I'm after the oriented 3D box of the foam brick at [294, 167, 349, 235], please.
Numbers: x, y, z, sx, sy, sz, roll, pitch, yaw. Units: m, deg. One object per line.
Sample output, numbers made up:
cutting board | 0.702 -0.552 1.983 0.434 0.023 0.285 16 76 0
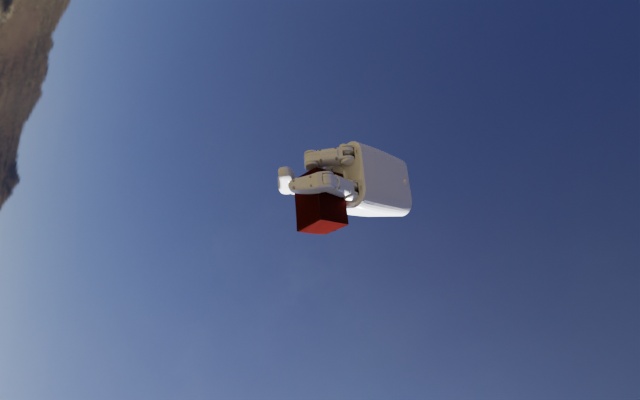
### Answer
foam brick | 0.000 0.002 0.654 0.051 0.078 0.053 13 -27 -39
